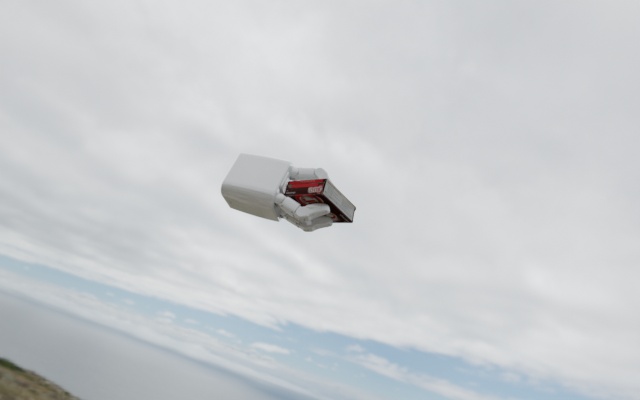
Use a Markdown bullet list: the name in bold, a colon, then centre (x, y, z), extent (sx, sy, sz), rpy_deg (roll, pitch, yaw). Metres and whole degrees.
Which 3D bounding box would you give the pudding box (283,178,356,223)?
- **pudding box**: centre (0.000, 0.003, 0.886), extent (0.090, 0.039, 0.113), rpy_deg (-1, -28, 37)
